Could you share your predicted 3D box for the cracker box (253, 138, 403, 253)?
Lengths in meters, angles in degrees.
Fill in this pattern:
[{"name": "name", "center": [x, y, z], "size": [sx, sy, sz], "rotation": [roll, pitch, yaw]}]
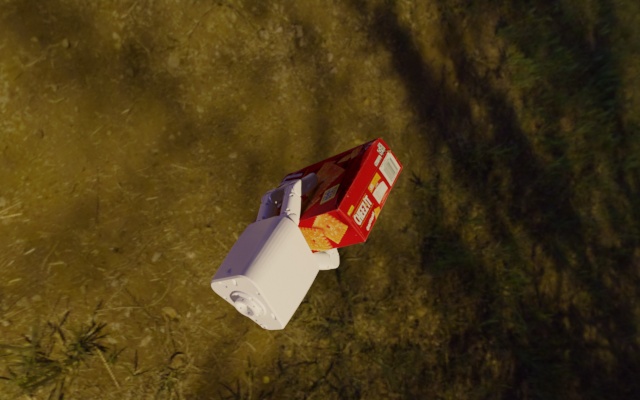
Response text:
[{"name": "cracker box", "center": [0.000, 0.002, 0.729], "size": [0.214, 0.072, 0.164], "rotation": [-17, 30, 43]}]
